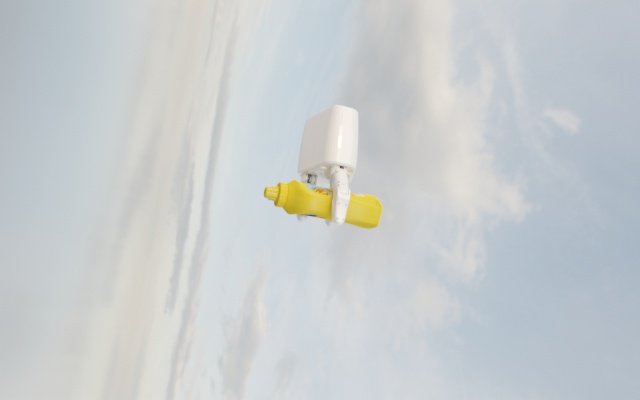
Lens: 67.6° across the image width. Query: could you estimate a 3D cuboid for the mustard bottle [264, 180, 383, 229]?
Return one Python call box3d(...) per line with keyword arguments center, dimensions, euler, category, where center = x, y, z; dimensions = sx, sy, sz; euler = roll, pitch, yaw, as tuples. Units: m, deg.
box3d(center=(0.000, 0.003, 0.795), dimensions=(0.191, 0.058, 0.096), euler=(11, 7, -18), category="mustard bottle")
